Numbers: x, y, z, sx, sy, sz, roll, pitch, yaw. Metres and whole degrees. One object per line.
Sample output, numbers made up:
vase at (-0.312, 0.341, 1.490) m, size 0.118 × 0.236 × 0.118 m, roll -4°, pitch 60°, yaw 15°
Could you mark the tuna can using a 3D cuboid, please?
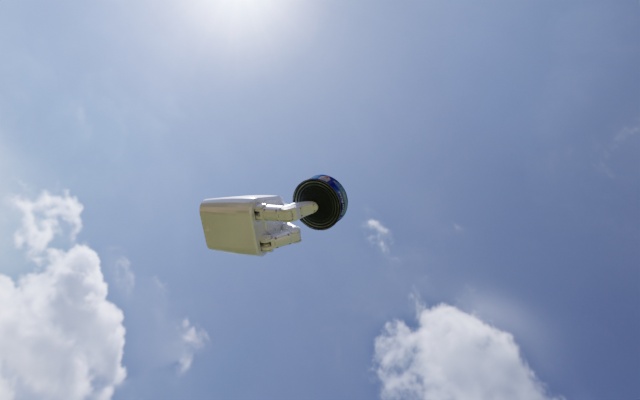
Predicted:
tuna can at (0.000, 0.002, 0.766) m, size 0.086 × 0.086 × 0.033 m, roll 0°, pitch 17°, yaw 28°
